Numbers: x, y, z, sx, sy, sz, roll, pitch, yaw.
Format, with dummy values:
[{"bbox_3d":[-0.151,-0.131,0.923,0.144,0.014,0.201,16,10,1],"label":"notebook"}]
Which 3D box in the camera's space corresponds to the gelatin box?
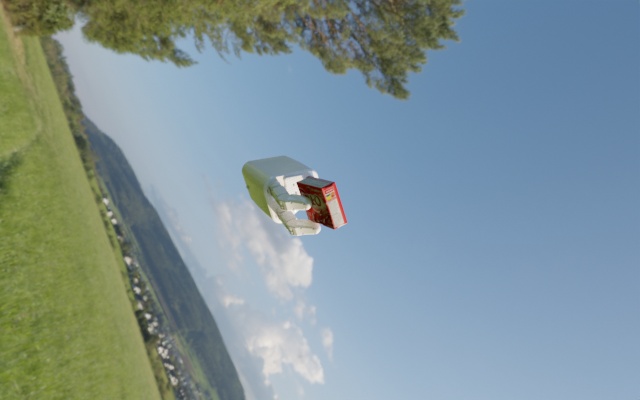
[{"bbox_3d":[0.001,0.002,0.781,0.030,0.073,0.089,-27,22,-25],"label":"gelatin box"}]
